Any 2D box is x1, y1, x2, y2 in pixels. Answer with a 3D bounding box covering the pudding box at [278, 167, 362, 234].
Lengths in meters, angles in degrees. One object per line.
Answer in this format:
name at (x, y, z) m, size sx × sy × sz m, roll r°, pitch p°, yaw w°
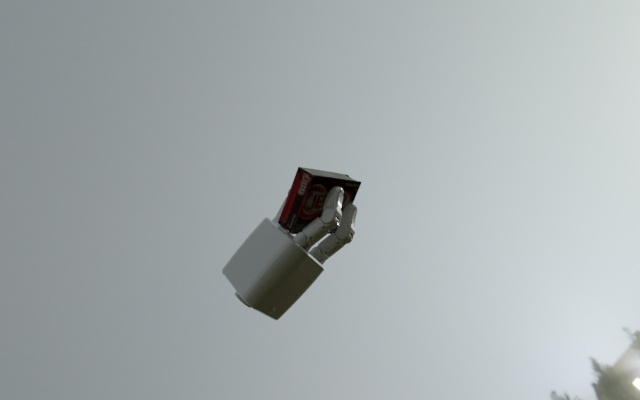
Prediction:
pudding box at (0.000, 0.002, 0.701) m, size 0.039 × 0.090 × 0.113 m, roll 33°, pitch 19°, yaw 35°
